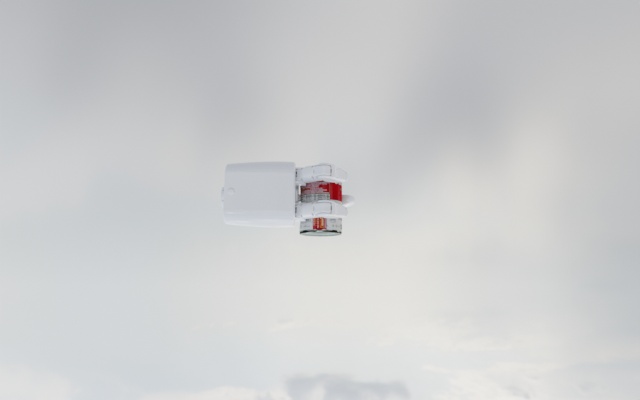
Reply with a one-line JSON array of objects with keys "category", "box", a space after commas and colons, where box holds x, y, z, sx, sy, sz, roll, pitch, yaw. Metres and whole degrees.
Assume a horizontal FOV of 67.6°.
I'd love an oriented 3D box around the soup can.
[{"category": "soup can", "box": [0.001, 0.003, 0.744, 0.068, 0.102, 0.068, 0, -10, 0]}]
